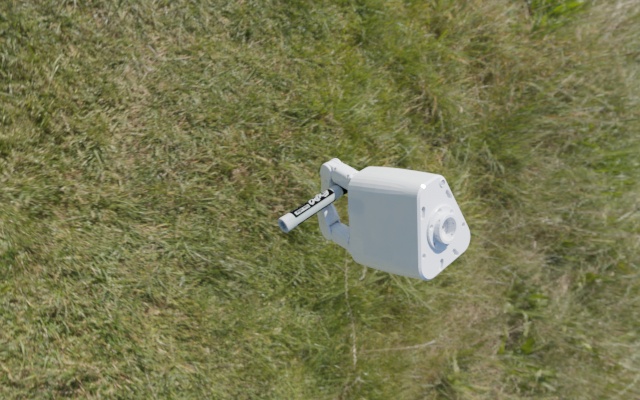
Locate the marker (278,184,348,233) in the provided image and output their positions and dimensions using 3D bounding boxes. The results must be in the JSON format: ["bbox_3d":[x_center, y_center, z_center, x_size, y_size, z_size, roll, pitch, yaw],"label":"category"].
[{"bbox_3d":[0.000,0.002,0.584,0.121,0.020,0.020,-32,18,-31],"label":"marker"}]
